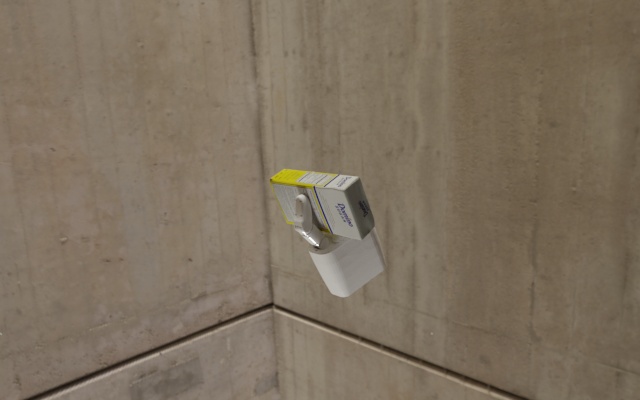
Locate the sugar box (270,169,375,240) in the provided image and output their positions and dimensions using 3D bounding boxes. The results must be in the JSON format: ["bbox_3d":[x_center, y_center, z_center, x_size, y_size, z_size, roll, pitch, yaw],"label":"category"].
[{"bbox_3d":[0.000,0.002,0.765,0.176,0.093,0.048,8,39,44],"label":"sugar box"}]
